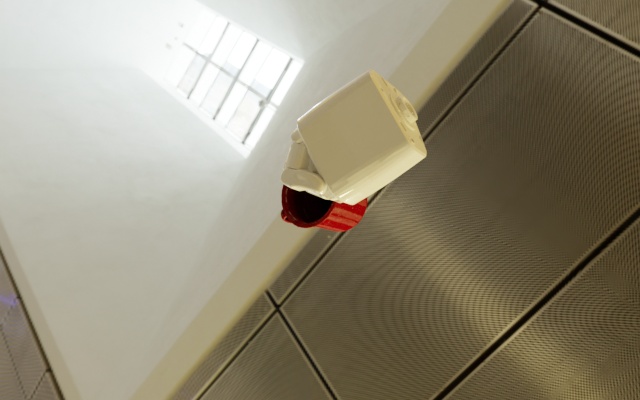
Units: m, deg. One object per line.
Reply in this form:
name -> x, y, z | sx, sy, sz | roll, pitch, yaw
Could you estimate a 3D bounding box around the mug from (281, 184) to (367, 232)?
mug -> -0.001, 0.003, 0.639 | 0.117, 0.093, 0.081 | -32, -28, 27
